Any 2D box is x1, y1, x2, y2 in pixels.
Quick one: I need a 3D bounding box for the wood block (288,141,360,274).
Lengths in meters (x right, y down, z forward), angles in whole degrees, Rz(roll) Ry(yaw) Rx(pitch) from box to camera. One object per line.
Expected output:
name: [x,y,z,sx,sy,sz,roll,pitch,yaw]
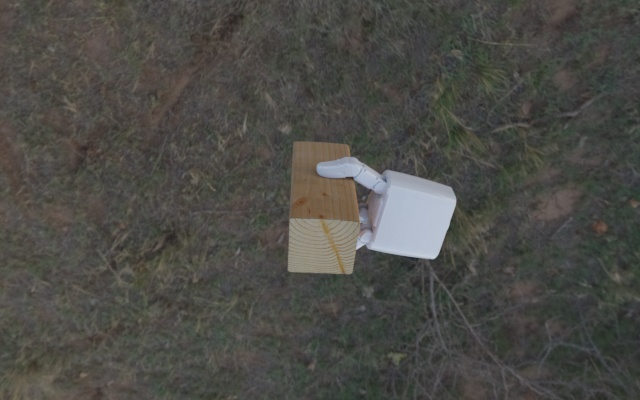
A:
wood block: [0.001,0.002,0.696,0.090,0.091,0.206,3,34,-4]
